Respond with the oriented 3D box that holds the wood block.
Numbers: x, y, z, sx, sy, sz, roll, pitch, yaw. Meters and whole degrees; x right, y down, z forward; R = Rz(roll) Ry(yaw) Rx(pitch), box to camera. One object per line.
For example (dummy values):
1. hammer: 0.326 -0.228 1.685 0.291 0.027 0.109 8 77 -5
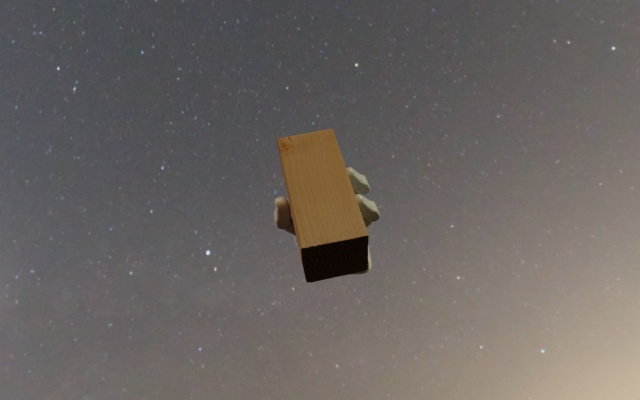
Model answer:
1. wood block: 0.000 0.002 0.697 0.091 0.206 0.090 -12 -39 -5
